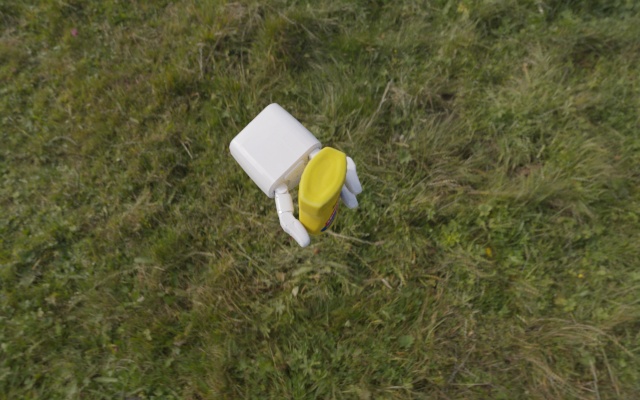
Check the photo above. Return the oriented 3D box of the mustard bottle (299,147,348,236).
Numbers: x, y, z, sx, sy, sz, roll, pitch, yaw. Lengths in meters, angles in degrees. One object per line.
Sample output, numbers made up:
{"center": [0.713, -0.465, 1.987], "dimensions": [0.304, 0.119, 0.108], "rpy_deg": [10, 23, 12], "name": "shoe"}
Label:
{"center": [0.000, 0.003, 0.739], "dimensions": [0.058, 0.096, 0.192], "rpy_deg": [22, -22, 6], "name": "mustard bottle"}
